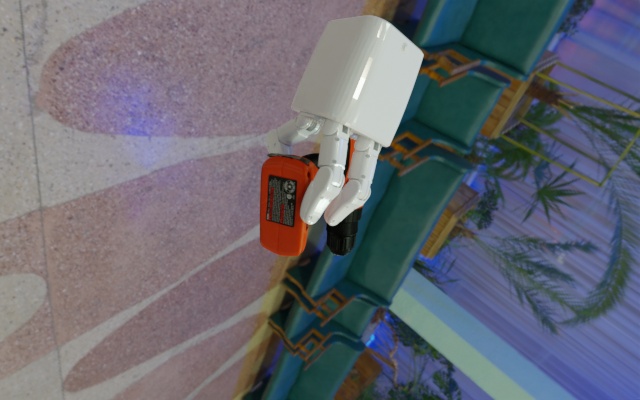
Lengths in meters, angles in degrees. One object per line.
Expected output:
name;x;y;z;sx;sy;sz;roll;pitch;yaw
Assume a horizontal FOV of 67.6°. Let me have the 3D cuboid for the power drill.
power drill;0.000;0.002;0.573;0.057;0.184;0.187;10;18;25
